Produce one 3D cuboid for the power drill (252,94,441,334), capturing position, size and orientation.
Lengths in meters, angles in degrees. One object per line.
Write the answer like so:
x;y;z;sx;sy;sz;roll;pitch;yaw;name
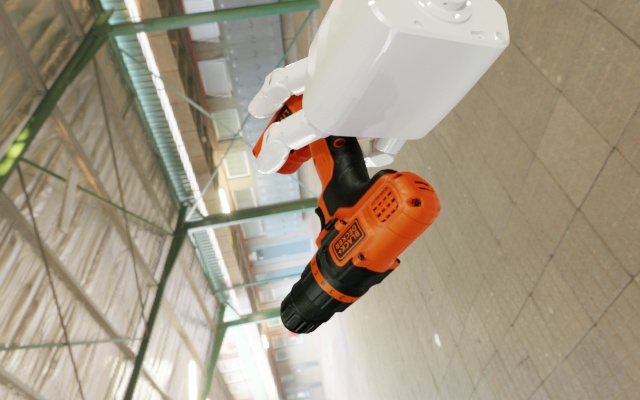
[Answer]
0.000;0.001;0.426;0.057;0.187;0.184;11;-49;-43;power drill
